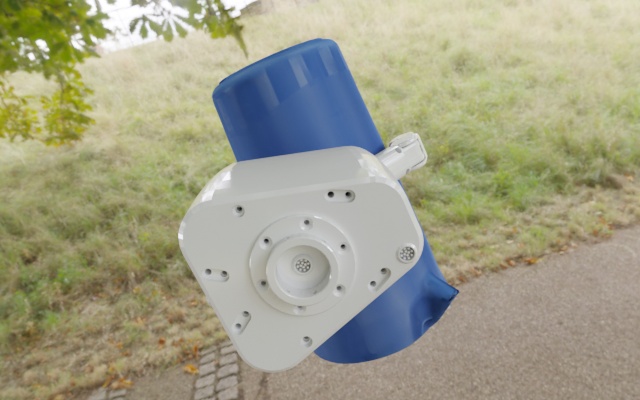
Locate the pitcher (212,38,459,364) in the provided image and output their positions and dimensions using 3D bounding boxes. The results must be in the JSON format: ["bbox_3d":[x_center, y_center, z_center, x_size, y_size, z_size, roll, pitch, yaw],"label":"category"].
[{"bbox_3d":[0.000,0.001,0.407,0.149,0.243,0.145,-23,12,2],"label":"pitcher"}]
